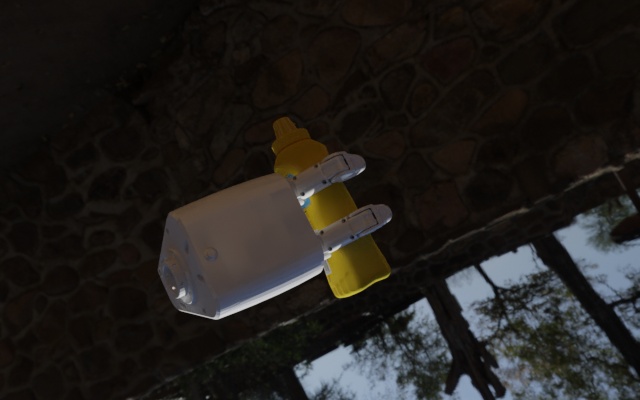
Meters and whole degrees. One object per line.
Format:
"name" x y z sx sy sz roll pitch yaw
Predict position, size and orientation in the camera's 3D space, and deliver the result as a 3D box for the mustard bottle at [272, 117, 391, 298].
"mustard bottle" 0.000 0.002 0.487 0.058 0.191 0.096 -26 -8 -12
